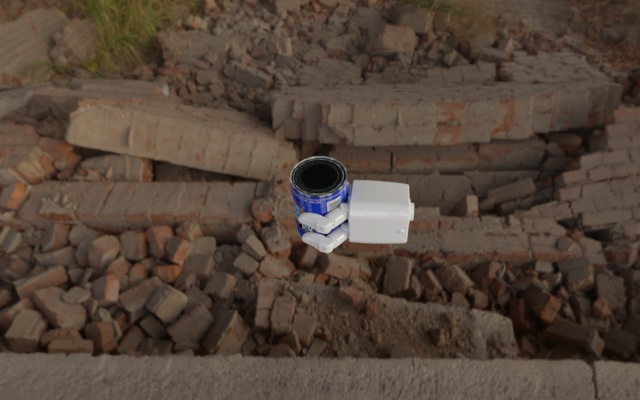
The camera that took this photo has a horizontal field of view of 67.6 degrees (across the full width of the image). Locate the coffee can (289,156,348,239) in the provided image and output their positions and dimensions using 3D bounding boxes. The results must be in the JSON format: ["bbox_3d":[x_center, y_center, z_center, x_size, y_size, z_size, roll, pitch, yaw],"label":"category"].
[{"bbox_3d":[0.000,0.003,0.890,0.103,0.102,0.140,0,-43,5],"label":"coffee can"}]
